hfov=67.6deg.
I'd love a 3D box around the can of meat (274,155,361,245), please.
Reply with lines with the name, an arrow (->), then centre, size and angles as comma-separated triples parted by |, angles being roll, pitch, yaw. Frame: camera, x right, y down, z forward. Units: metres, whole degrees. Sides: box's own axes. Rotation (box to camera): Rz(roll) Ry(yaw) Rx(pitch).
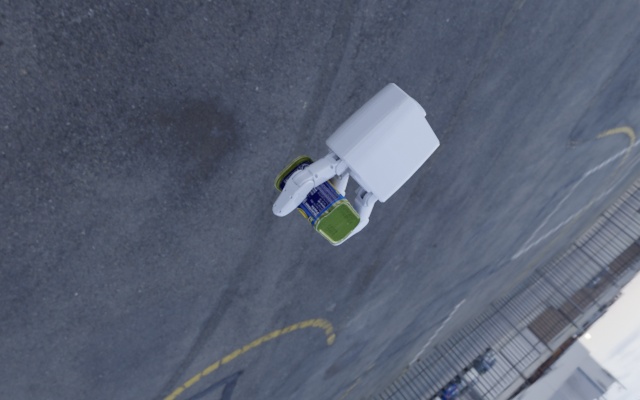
can of meat -> 0.000, 0.002, 0.604 | 0.084, 0.057, 0.102 | 48, 1, 26
